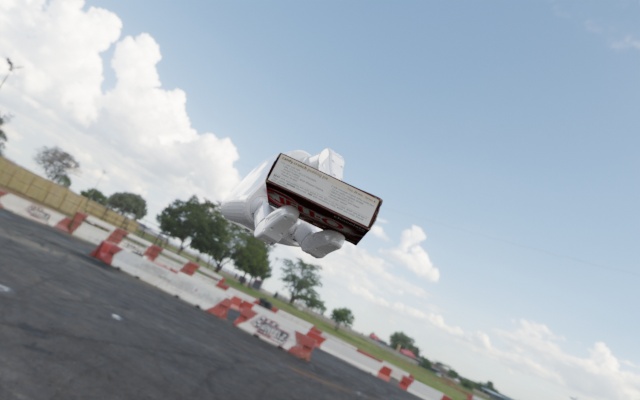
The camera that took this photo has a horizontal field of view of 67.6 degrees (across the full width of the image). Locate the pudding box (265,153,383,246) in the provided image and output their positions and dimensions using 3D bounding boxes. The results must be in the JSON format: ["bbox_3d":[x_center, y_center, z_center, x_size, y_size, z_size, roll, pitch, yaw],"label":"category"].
[{"bbox_3d":[0.000,0.001,0.493,0.113,0.039,0.090,23,-14,2],"label":"pudding box"}]
